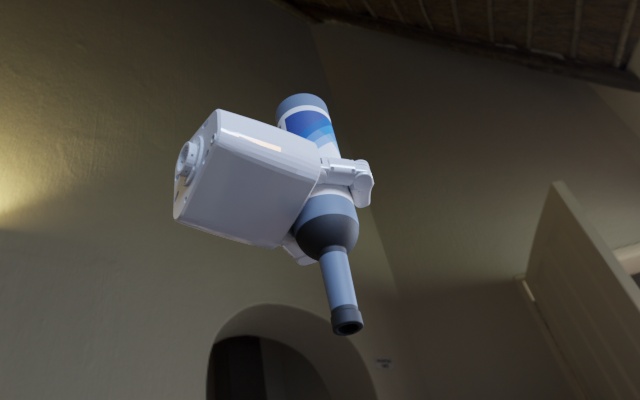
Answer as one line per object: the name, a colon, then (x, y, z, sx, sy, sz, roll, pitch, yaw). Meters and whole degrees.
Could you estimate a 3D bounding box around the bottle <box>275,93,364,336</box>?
bottle: (0.000, 0.001, 0.508, 0.069, 0.295, 0.069, -7, -40, -6)
